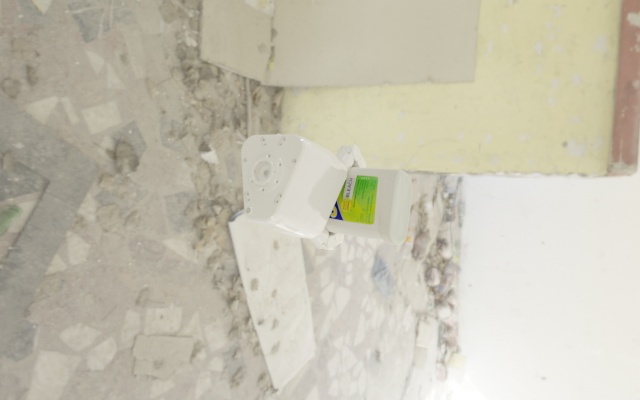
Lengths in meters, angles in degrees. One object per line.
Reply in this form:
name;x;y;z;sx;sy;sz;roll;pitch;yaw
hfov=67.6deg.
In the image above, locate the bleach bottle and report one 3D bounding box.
bleach bottle;0.000;0.002;0.688;0.251;0.102;0.068;3;-11;30
